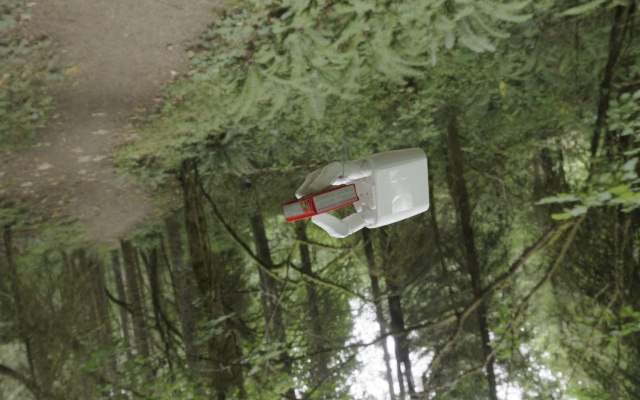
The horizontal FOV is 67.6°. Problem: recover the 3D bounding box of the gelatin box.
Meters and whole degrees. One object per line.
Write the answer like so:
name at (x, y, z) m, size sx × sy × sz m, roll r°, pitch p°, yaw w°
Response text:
gelatin box at (0.000, 0.003, 0.697) m, size 0.089 × 0.030 × 0.073 m, roll -19°, pitch 3°, yaw -40°
